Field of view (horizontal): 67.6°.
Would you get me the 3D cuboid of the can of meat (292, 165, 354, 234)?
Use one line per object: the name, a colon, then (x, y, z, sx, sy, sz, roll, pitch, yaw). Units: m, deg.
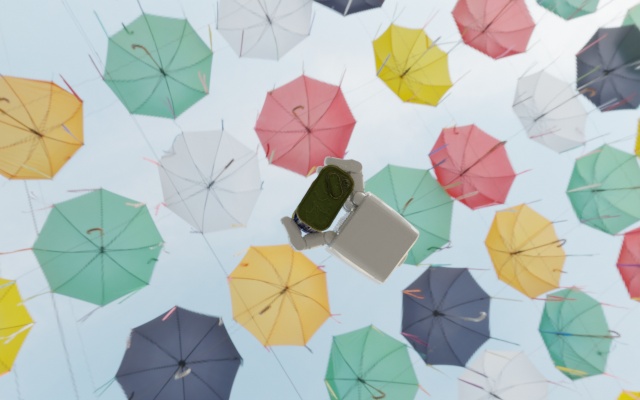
can of meat: (0.000, 0.003, 0.750, 0.057, 0.102, 0.084, 33, -15, -4)
